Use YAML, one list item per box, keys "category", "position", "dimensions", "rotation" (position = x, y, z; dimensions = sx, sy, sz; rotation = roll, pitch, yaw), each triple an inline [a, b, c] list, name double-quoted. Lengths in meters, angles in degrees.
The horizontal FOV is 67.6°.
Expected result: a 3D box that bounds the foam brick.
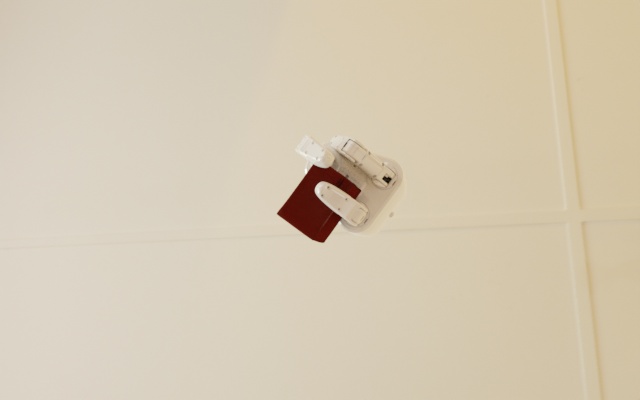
- category: "foam brick"
  position: [0.000, 0.002, 0.534]
  dimensions: [0.053, 0.078, 0.051]
  rotation: [37, 1, 16]
